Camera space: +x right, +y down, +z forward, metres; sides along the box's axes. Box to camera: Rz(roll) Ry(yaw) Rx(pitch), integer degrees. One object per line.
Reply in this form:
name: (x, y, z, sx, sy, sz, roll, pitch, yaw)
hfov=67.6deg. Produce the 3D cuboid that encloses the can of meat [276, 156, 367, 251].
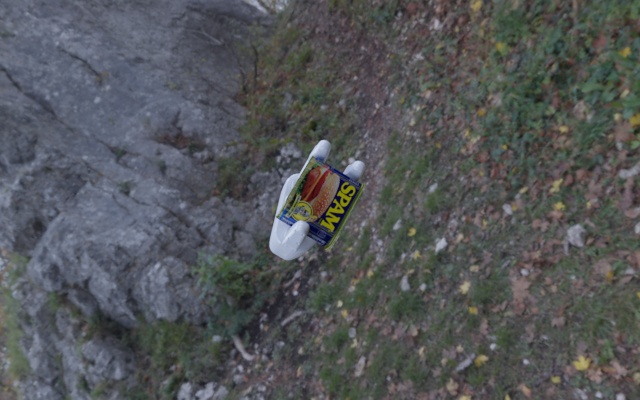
can of meat: (0.000, 0.002, 0.642, 0.084, 0.102, 0.057, 31, -15, -3)
